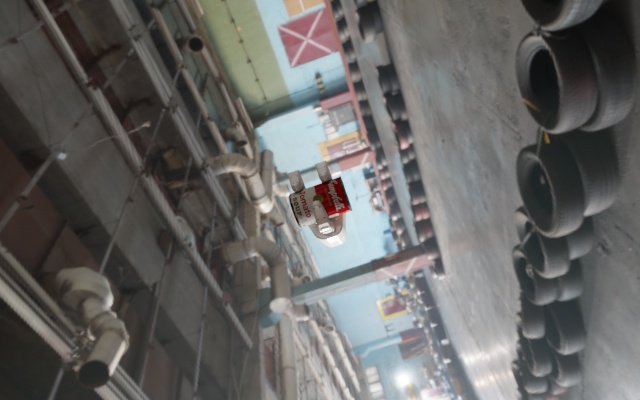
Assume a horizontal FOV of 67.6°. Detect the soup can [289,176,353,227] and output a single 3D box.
[{"bbox_3d":[0.000,0.003,0.880,0.102,0.068,0.068,-19,-2,4],"label":"soup can"}]
